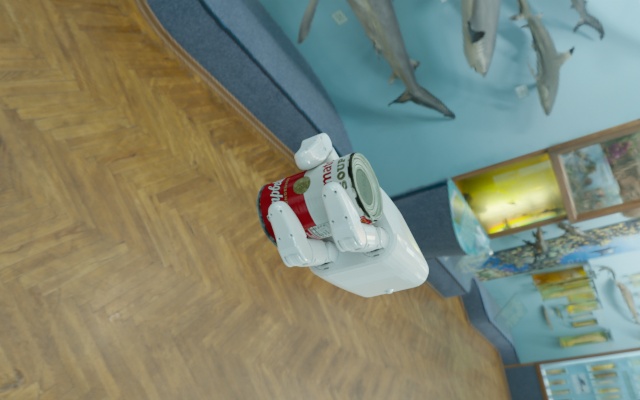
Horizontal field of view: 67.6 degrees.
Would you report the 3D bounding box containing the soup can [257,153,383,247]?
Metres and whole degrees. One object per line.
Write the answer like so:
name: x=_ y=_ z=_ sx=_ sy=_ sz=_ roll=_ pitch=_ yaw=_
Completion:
soup can: x=0.000 y=0.001 z=0.456 sx=0.102 sy=0.068 sz=0.068 roll=-18 pitch=-8 yaw=25
